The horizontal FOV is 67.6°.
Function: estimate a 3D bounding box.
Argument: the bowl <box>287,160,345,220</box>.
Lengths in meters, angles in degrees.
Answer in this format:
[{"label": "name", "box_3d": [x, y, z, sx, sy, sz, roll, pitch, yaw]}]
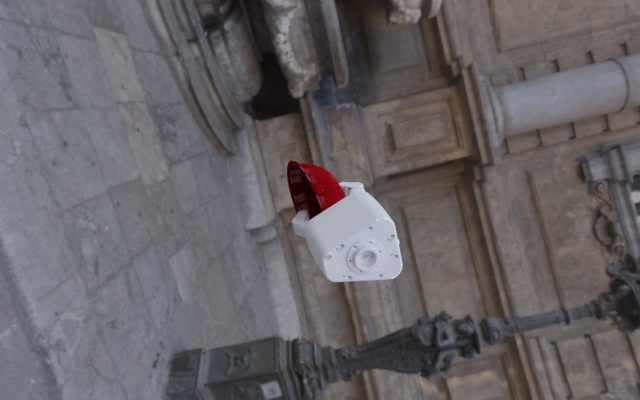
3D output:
[{"label": "bowl", "box_3d": [0.000, 0.002, 0.791, 0.055, 0.162, 0.162, -21, 6, -17]}]
